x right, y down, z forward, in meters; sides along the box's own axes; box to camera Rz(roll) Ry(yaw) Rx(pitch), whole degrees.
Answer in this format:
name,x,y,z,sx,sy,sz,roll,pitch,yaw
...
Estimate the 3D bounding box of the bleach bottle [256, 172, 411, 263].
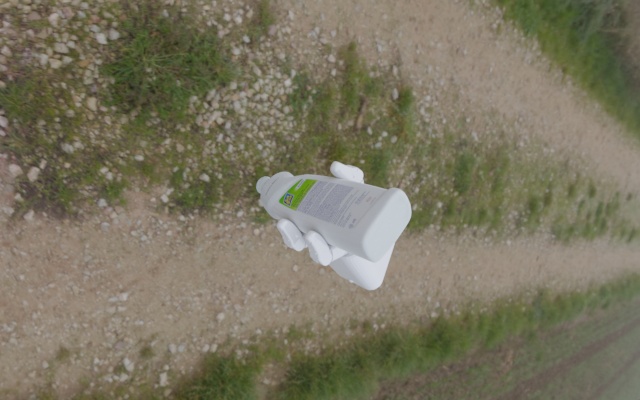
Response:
name,x,y,z,sx,sy,sz,roll,pitch,yaw
bleach bottle,0.000,0.002,0.696,0.250,0.102,0.068,21,-26,41
